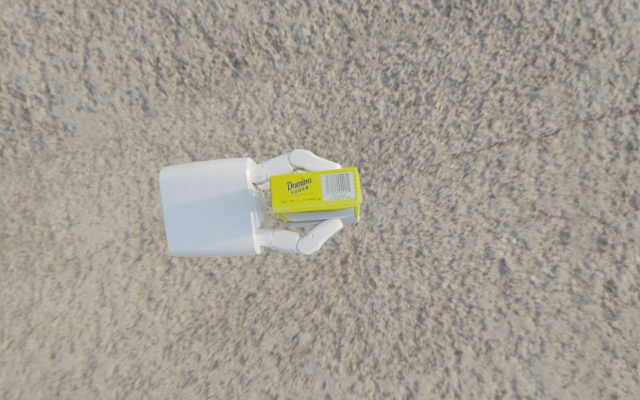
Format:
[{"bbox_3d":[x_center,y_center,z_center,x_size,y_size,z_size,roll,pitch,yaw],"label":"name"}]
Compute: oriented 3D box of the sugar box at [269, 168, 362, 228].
[{"bbox_3d":[0.000,0.001,0.570,0.093,0.048,0.176,-5,-6,3],"label":"sugar box"}]
